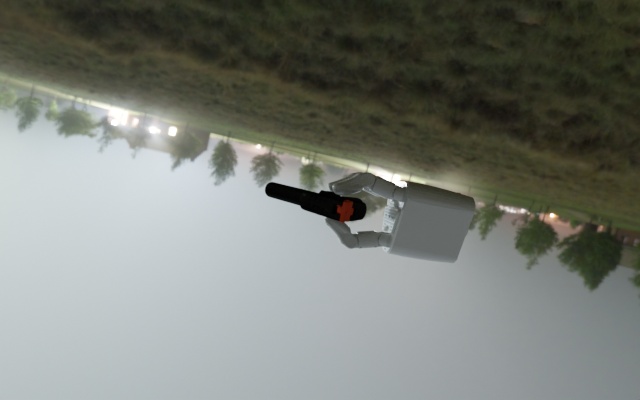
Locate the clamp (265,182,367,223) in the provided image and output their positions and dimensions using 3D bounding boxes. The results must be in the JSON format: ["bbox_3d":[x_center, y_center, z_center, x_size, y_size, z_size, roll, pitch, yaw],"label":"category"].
[{"bbox_3d":[0.000,0.003,0.693,0.164,0.036,0.210,10,4,-7],"label":"clamp"}]
